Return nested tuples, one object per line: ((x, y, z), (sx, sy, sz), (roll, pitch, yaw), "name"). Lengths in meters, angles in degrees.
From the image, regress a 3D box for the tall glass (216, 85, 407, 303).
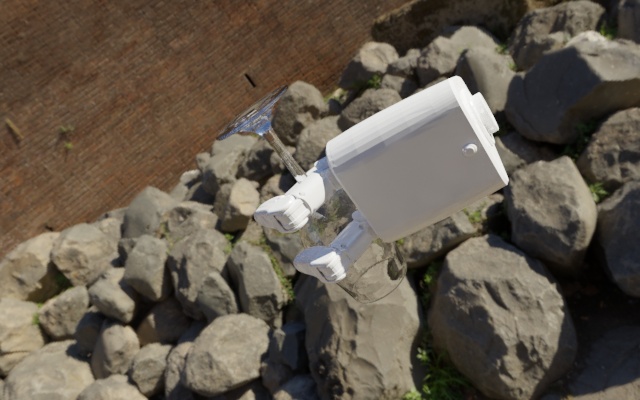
((0.000, 0.001, 0.426), (0.079, 0.201, 0.079), (-32, 20, 13), "tall glass")
